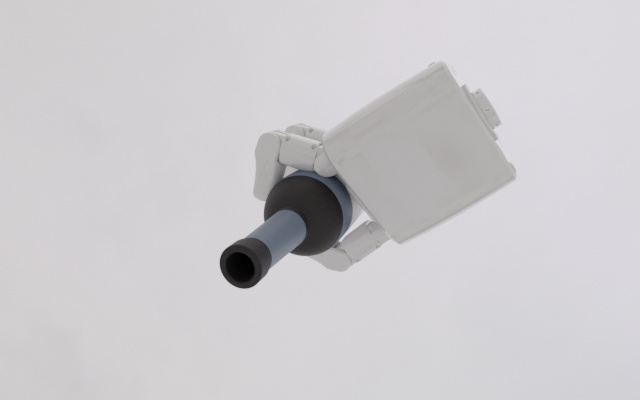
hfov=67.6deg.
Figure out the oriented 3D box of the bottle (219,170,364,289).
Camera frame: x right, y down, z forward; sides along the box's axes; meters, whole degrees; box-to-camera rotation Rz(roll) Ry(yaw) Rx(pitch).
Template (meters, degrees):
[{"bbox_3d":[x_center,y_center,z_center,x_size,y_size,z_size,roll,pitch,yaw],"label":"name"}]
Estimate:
[{"bbox_3d":[0.000,0.001,0.408,0.069,0.069,0.295,0,15,19],"label":"bottle"}]
